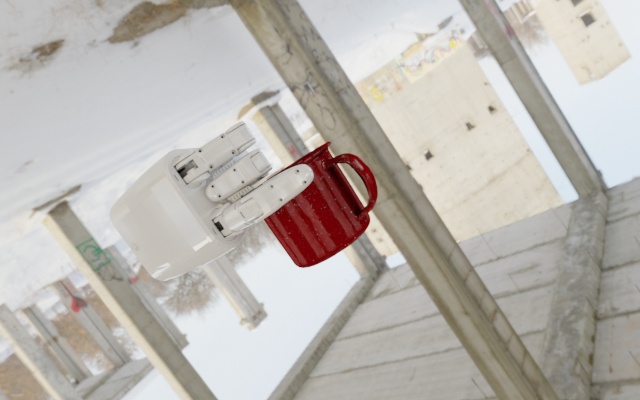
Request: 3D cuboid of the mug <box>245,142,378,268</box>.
[{"bbox_3d":[0.001,0.001,0.421,0.117,0.081,0.093,-28,9,34],"label":"mug"}]
